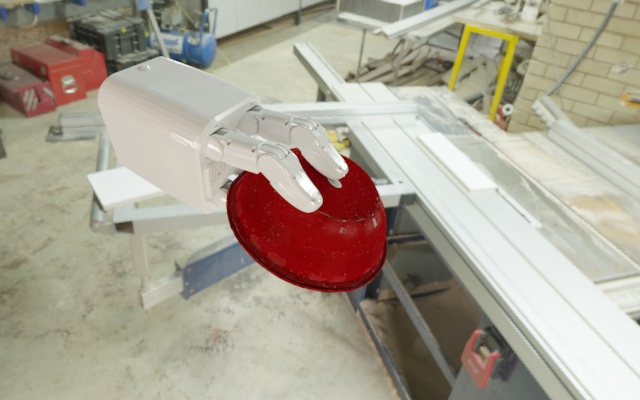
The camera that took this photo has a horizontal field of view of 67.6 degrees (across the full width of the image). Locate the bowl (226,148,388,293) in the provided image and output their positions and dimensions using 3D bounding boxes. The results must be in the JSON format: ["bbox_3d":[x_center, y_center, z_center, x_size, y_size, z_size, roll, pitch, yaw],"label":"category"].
[{"bbox_3d":[0.001,0.002,0.433,0.162,0.162,0.055,0,-42,-32],"label":"bowl"}]
